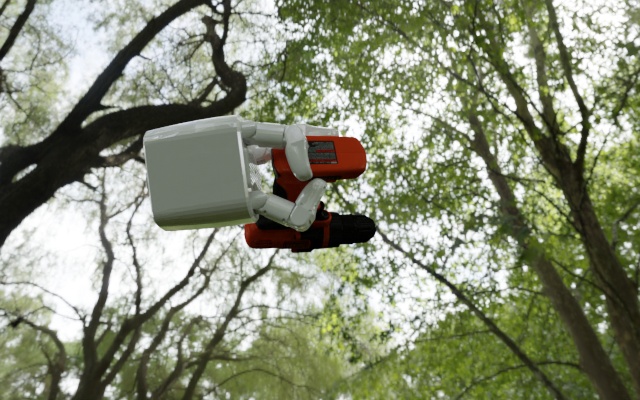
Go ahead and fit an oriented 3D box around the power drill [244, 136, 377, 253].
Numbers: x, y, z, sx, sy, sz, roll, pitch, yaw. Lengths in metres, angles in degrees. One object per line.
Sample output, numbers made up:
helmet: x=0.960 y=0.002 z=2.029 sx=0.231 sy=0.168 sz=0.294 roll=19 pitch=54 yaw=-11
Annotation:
power drill: x=0.000 y=0.002 z=0.600 sx=0.184 sy=0.057 sz=0.188 roll=-2 pitch=-37 yaw=-14
